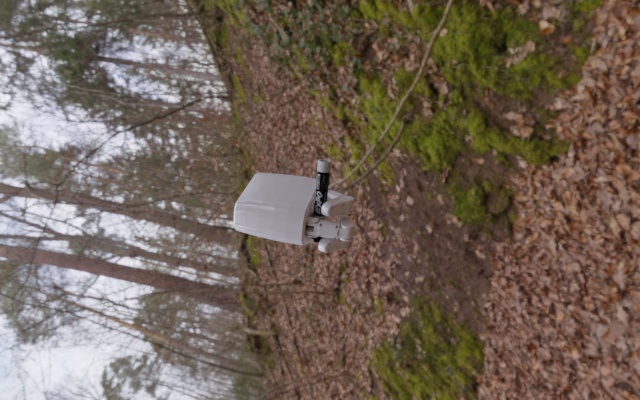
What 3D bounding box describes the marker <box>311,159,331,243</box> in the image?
[{"bbox_3d":[0.000,0.002,0.675,0.020,0.121,0.020,5,18,-2],"label":"marker"}]
